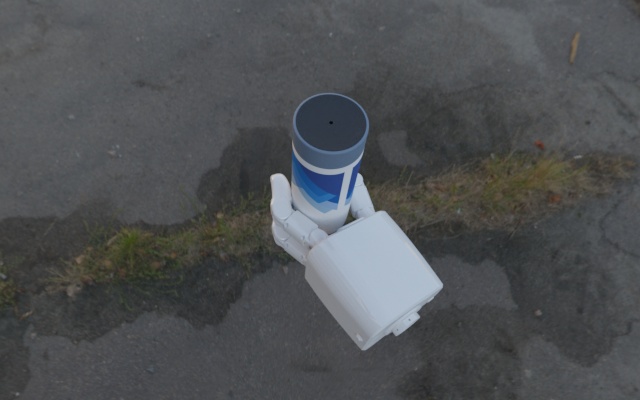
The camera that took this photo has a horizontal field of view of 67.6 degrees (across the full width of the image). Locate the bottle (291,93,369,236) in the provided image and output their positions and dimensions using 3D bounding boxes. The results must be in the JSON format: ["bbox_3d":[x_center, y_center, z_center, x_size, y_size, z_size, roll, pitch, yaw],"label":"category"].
[{"bbox_3d":[0.000,0.002,0.542,0.069,0.069,0.296,0,-28,-4],"label":"bottle"}]
